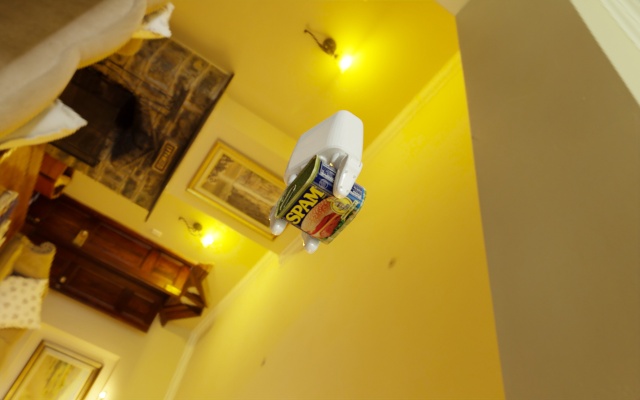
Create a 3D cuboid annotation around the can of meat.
[{"bbox_3d":[0.000,0.002,0.643,0.084,0.057,0.102,31,-54,-16],"label":"can of meat"}]
